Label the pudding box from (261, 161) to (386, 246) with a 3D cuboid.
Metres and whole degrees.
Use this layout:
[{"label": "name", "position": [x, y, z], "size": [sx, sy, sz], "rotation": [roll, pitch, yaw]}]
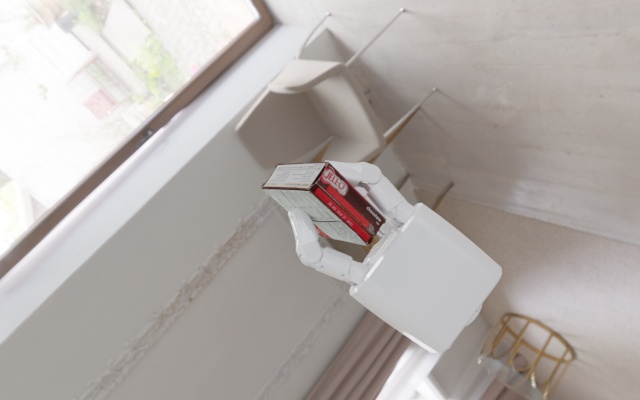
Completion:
[{"label": "pudding box", "position": [0.000, 0.002, 0.493], "size": [0.090, 0.039, 0.113], "rotation": [44, -21, -25]}]
